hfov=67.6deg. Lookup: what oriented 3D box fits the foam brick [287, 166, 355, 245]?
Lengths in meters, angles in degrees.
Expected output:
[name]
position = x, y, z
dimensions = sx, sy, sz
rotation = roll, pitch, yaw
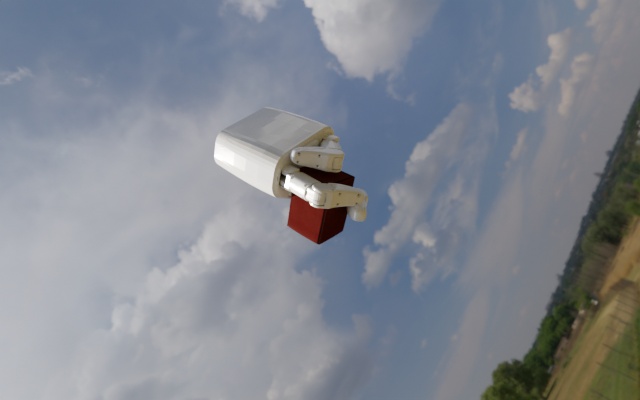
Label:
[foam brick]
position = 0.000, 0.002, 0.571
dimensions = 0.051, 0.078, 0.053
rotation = 25, 28, 29
